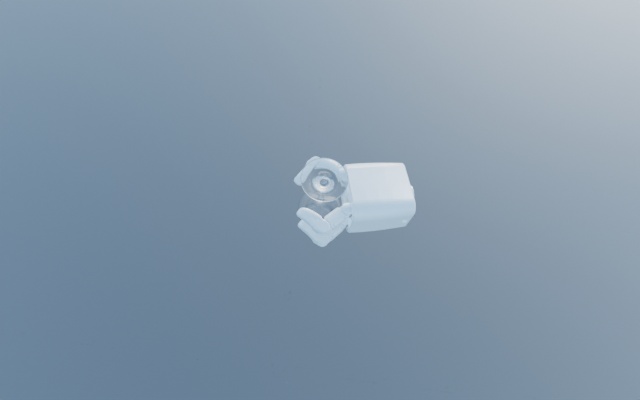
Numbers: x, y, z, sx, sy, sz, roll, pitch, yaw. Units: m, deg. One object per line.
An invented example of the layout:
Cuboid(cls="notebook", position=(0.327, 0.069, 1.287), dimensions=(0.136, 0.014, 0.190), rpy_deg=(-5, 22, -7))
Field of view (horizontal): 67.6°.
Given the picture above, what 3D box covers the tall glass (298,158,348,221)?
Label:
Cuboid(cls="tall glass", position=(0.000, 0.002, 0.828), dimensions=(0.079, 0.079, 0.201), rpy_deg=(0, -21, -4))
